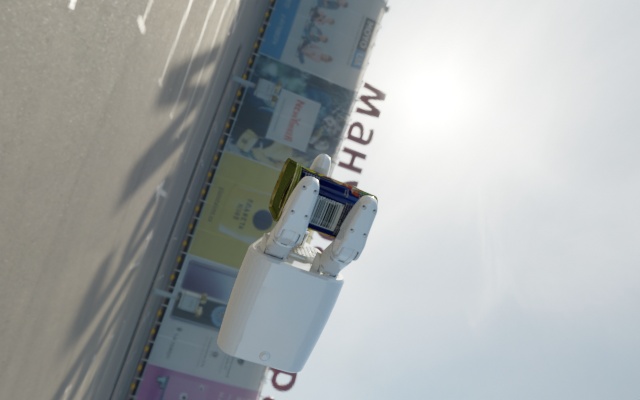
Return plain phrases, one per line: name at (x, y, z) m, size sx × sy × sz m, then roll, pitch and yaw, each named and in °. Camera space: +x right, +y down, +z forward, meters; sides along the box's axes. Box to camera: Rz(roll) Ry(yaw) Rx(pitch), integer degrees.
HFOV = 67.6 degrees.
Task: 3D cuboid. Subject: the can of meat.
can of meat at (0.000, 0.002, 0.470) m, size 0.084 × 0.057 × 0.102 m, roll 21°, pitch 4°, yaw -12°
